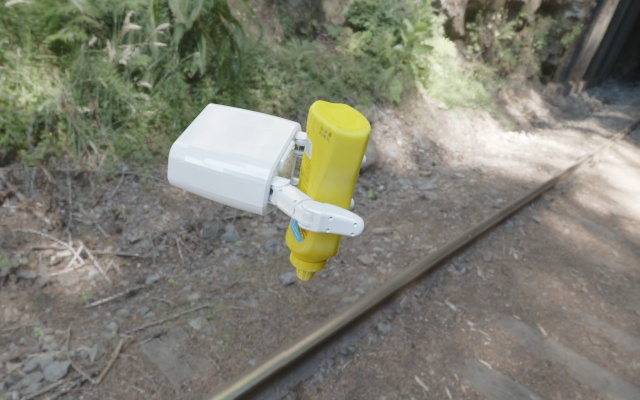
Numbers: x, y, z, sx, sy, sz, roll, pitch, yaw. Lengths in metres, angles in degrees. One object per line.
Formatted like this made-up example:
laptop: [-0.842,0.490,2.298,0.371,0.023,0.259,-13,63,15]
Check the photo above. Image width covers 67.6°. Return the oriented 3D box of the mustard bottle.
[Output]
mustard bottle: [0.000,0.001,0.495,0.058,0.192,0.096,5,27,-16]
